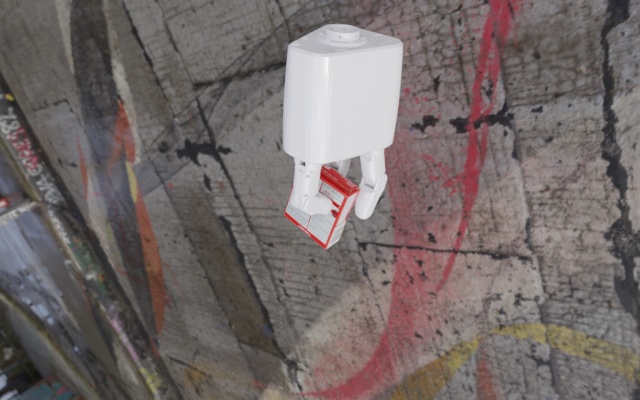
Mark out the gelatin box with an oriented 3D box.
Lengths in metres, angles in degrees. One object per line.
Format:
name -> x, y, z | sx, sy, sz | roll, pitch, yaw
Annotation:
gelatin box -> 0.000, 0.002, 0.570 | 0.073, 0.089, 0.030 | 38, 40, 22
